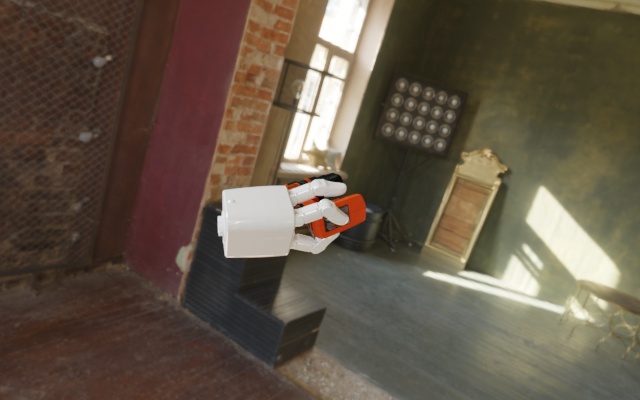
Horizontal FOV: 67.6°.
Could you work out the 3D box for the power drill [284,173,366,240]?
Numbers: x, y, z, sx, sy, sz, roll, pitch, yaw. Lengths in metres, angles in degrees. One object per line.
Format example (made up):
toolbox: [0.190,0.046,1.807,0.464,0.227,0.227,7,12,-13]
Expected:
power drill: [0.000,0.003,0.878,0.184,0.057,0.187,-23,22,-25]
